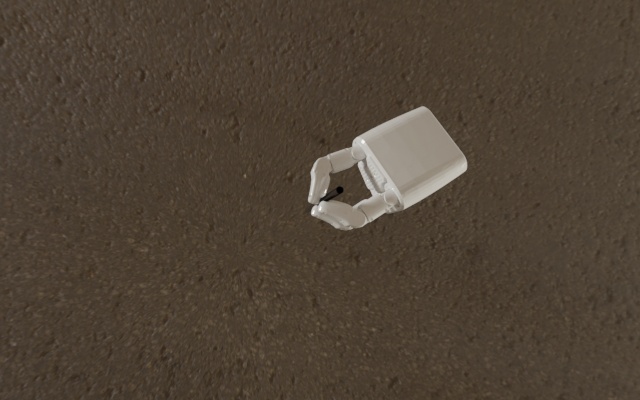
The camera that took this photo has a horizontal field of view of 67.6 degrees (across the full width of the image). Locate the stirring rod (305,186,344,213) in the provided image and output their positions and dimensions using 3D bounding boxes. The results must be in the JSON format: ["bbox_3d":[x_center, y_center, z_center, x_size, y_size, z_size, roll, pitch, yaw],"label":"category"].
[{"bbox_3d":[0.000,0.002,0.619,0.011,0.011,0.239,0,-6,-10],"label":"stirring rod"}]
